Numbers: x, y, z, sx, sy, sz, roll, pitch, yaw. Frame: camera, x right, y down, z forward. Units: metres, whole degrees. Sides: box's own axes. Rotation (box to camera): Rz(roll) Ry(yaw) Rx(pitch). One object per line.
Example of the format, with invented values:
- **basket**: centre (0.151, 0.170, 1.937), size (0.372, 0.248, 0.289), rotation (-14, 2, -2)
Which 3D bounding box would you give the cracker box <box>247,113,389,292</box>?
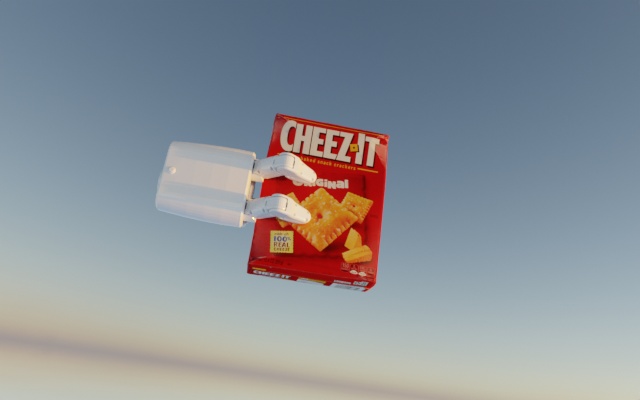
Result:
- **cracker box**: centre (0.000, 0.002, 0.641), size (0.164, 0.213, 0.072), rotation (10, -21, -6)
